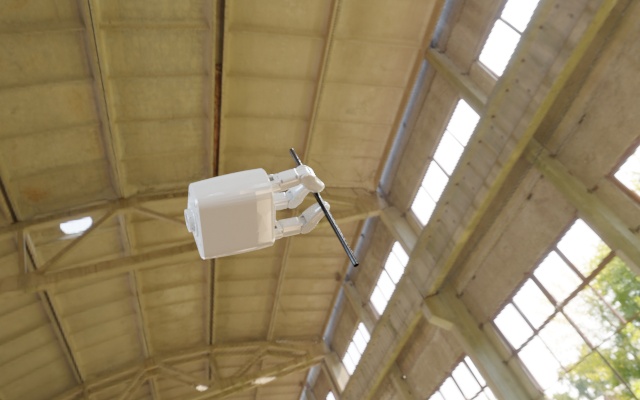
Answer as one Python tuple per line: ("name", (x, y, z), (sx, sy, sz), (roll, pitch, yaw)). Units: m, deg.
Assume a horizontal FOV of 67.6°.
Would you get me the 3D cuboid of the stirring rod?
("stirring rod", (0.000, 0.002, 0.711), (0.011, 0.239, 0.011), (-19, -37, -15))
